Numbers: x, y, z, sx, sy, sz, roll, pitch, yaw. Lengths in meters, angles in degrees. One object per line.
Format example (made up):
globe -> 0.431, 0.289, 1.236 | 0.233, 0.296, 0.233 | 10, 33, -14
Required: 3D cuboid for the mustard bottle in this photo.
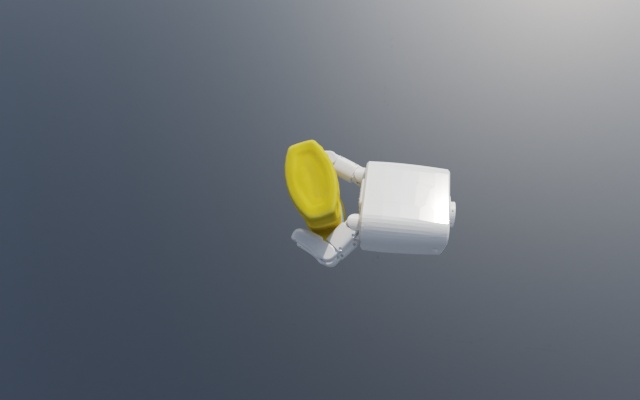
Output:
mustard bottle -> 0.000, 0.002, 0.617 | 0.058, 0.096, 0.192 | -18, -18, 1
